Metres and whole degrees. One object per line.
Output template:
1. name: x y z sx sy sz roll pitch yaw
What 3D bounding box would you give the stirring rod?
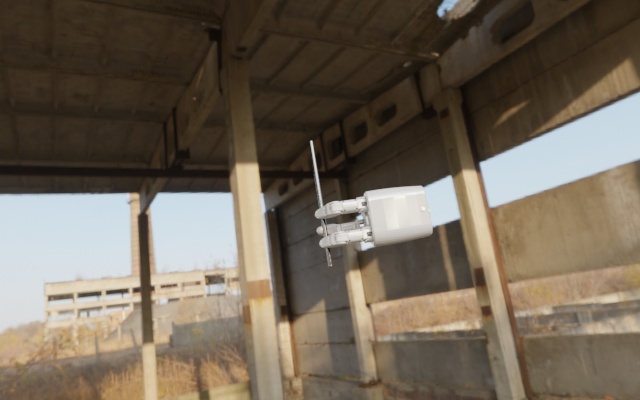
1. stirring rod: 0.000 0.003 0.888 0.011 0.239 0.011 -9 -13 -2
